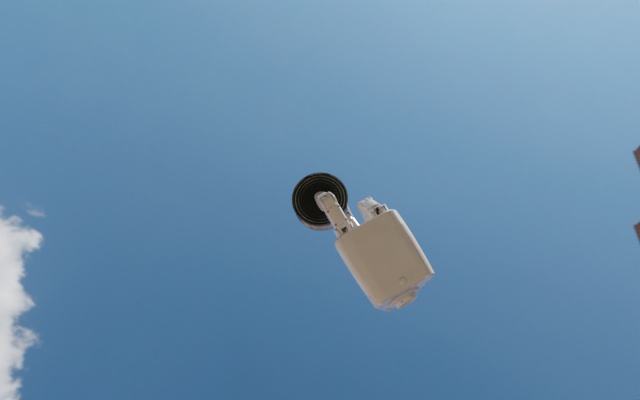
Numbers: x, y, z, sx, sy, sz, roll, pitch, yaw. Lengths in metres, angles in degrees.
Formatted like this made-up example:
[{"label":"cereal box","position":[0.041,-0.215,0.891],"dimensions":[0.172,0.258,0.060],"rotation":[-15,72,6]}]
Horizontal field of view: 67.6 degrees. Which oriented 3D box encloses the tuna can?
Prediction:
[{"label":"tuna can","position":[0.000,0.003,0.737],"dimensions":[0.086,0.086,0.034],"rotation":[0,-20,5]}]
